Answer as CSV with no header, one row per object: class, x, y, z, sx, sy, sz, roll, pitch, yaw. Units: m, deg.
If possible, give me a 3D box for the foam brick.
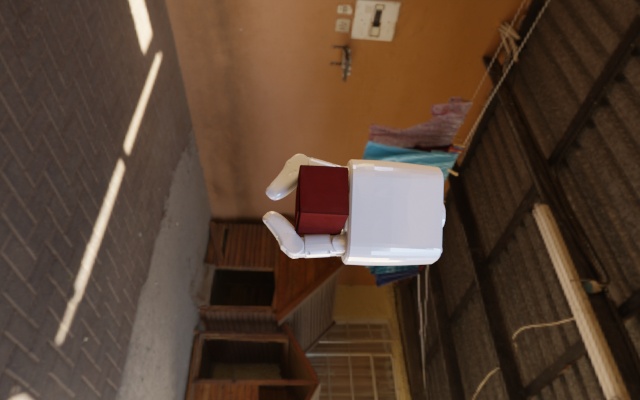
foam brick,0.000,0.002,0.506,0.051,0.053,0.078,3,-20,-5
